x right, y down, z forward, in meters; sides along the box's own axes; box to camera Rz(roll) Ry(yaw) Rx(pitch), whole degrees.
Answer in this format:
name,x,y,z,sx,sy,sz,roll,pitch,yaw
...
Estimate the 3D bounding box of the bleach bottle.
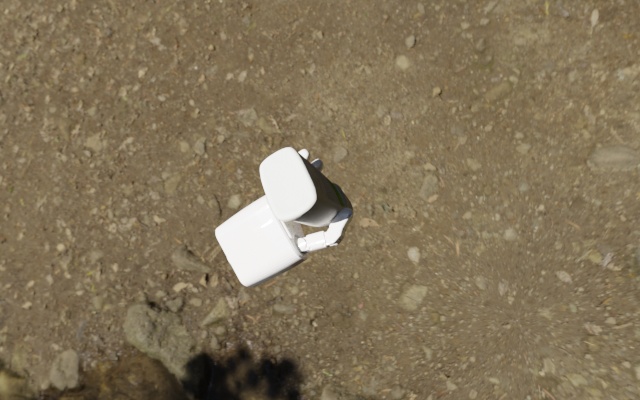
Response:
name,x,y,z,sx,sy,sz,roll,pitch,yaw
bleach bottle,0.000,0.002,0.743,0.068,0.102,0.251,-29,-22,14
